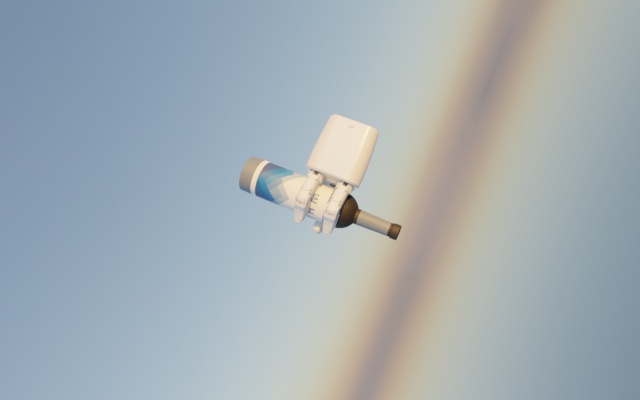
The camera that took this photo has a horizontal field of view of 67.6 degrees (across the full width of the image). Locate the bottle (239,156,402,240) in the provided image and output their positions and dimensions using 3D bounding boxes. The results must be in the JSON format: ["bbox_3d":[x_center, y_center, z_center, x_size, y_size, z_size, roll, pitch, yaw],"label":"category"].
[{"bbox_3d":[0.000,0.003,0.844,0.295,0.069,0.069,22,5,13],"label":"bottle"}]
